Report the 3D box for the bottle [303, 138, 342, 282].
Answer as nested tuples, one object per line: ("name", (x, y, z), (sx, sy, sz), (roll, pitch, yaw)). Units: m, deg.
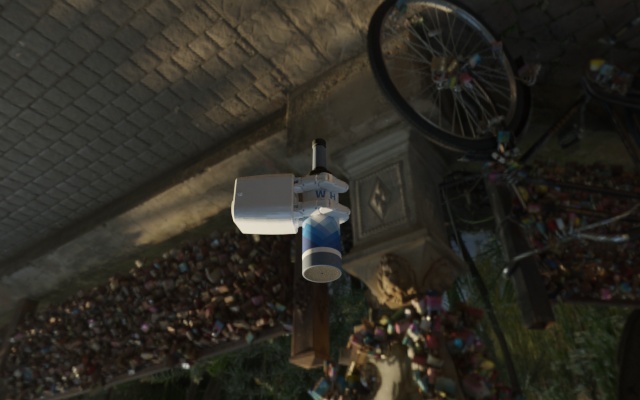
("bottle", (0.000, 0.003, 0.884), (0.069, 0.295, 0.069), (-1, -35, -1))
